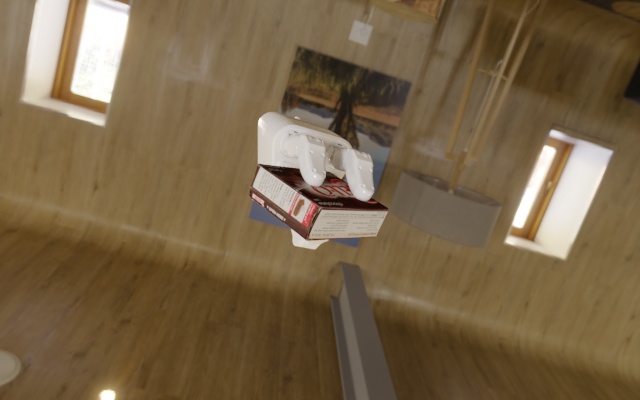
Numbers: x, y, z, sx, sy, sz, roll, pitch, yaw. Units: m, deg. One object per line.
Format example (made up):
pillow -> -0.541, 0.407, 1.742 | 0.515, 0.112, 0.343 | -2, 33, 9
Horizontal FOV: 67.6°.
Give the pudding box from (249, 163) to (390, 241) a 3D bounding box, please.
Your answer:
pudding box -> 0.000, 0.002, 0.470 | 0.090, 0.039, 0.113 | 33, 21, 36
